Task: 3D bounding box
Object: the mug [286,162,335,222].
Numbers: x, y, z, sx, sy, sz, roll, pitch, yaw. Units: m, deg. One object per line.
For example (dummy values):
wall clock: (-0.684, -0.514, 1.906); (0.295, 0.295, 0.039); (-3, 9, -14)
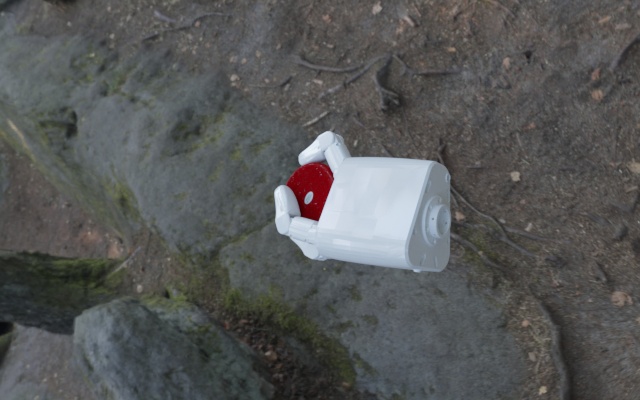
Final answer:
mug: (-0.001, 0.002, 0.581); (0.117, 0.093, 0.081); (2, -9, 39)
